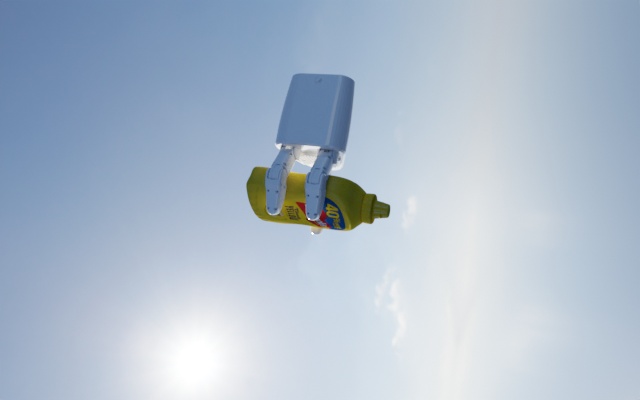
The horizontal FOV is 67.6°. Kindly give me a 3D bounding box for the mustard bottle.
[{"bbox_3d":[0.000,0.002,0.655,0.191,0.058,0.096,7,-36,18],"label":"mustard bottle"}]
